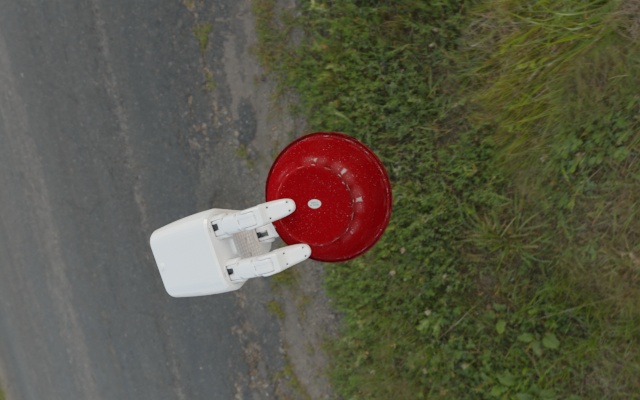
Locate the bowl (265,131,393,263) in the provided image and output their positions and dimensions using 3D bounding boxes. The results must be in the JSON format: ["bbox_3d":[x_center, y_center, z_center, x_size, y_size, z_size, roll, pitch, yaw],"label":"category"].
[{"bbox_3d":[0.001,0.001,0.555,0.162,0.162,0.055,0,9,17],"label":"bowl"}]
